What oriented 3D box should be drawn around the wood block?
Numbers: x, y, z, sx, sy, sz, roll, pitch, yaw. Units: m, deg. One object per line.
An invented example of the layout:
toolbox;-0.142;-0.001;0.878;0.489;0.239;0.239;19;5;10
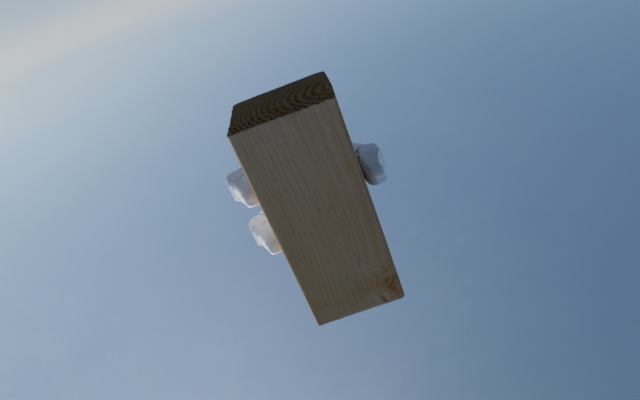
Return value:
wood block;0.000;0.001;0.443;0.091;0.206;0.090;-20;28;4
